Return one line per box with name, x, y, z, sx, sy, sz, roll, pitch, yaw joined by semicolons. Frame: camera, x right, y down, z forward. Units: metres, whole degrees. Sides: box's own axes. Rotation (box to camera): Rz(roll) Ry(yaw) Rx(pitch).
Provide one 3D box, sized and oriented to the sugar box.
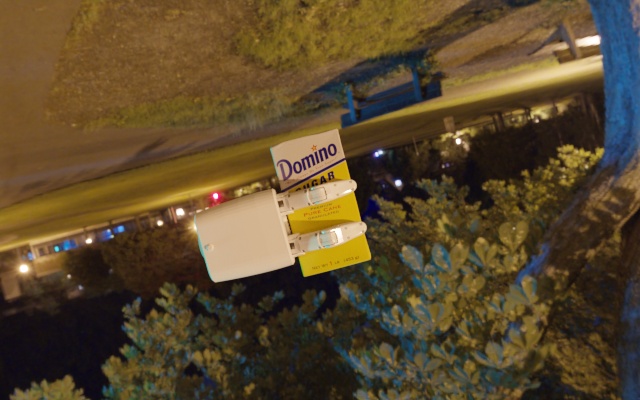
sugar box;0.000;0.002;0.630;0.093;0.176;0.048;-15;3;1
